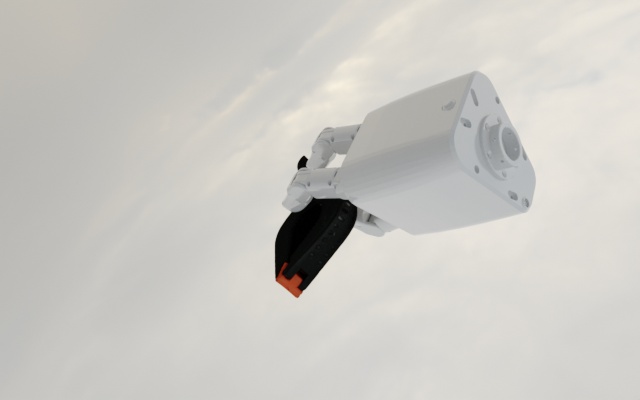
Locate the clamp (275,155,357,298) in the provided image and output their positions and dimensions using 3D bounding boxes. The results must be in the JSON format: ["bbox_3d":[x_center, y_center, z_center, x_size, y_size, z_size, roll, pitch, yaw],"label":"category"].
[{"bbox_3d":[0.001,0.002,0.479,0.036,0.210,0.164,43,-35,-23],"label":"clamp"}]
